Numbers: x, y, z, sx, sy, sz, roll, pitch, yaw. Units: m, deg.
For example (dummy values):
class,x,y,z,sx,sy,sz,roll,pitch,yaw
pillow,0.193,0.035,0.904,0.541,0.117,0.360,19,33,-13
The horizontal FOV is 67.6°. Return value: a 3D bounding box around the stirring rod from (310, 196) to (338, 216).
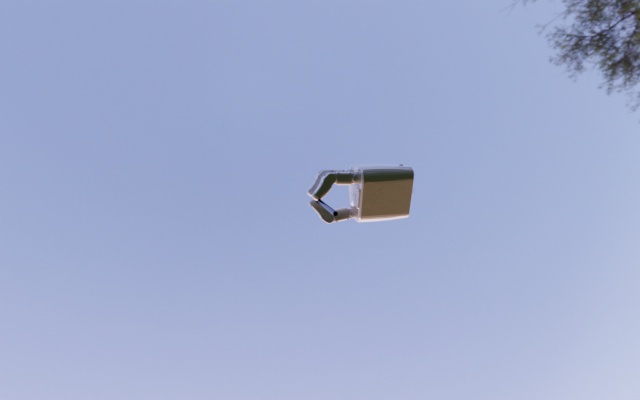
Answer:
class,x,y,z,sx,sy,sz,roll,pitch,yaw
stirring rod,0.000,0.003,0.875,0.011,0.011,0.239,0,9,-11
